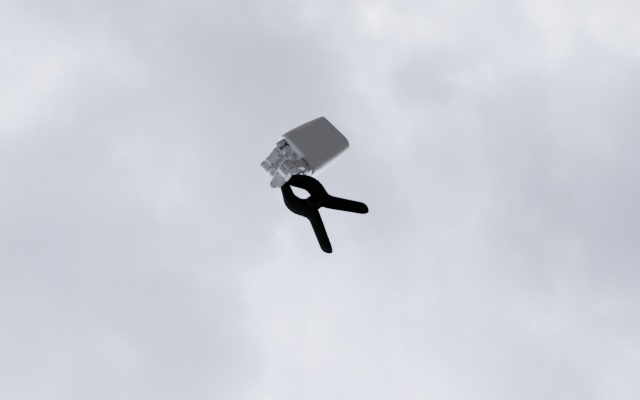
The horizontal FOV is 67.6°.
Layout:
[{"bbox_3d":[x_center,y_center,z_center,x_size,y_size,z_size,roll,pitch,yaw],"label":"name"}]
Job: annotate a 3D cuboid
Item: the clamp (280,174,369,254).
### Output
[{"bbox_3d":[0.000,0.003,0.860,0.120,0.171,0.039,-34,-17,-30],"label":"clamp"}]
